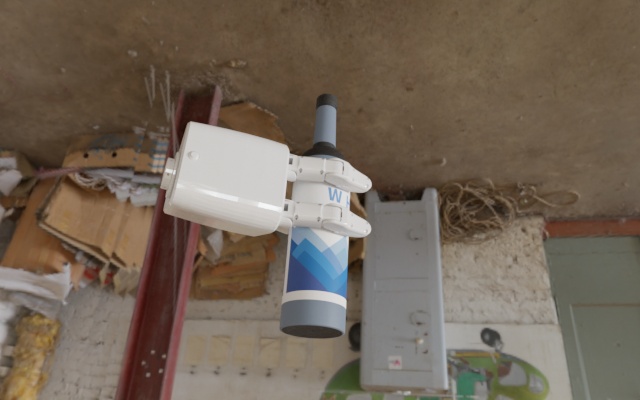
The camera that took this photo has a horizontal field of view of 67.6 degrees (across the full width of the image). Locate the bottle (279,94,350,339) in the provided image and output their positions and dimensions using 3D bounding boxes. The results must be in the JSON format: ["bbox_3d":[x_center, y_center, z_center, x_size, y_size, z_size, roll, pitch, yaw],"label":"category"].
[{"bbox_3d":[0.000,0.002,0.547,0.069,0.295,0.069,3,-27,2],"label":"bottle"}]
